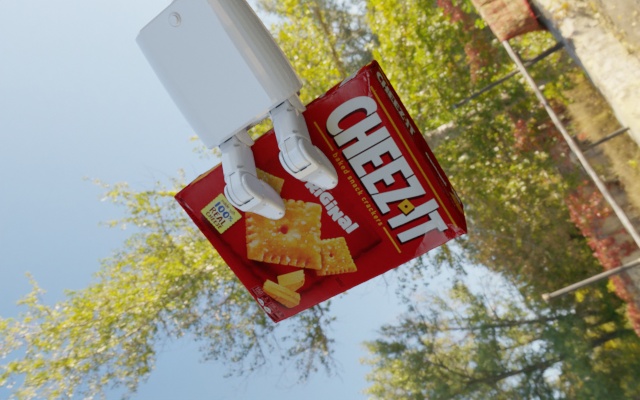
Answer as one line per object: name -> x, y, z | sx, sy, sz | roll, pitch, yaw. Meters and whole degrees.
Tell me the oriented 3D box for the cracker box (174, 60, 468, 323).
cracker box -> 0.000, 0.001, 0.443 | 0.214, 0.164, 0.072 | -29, 14, 21
